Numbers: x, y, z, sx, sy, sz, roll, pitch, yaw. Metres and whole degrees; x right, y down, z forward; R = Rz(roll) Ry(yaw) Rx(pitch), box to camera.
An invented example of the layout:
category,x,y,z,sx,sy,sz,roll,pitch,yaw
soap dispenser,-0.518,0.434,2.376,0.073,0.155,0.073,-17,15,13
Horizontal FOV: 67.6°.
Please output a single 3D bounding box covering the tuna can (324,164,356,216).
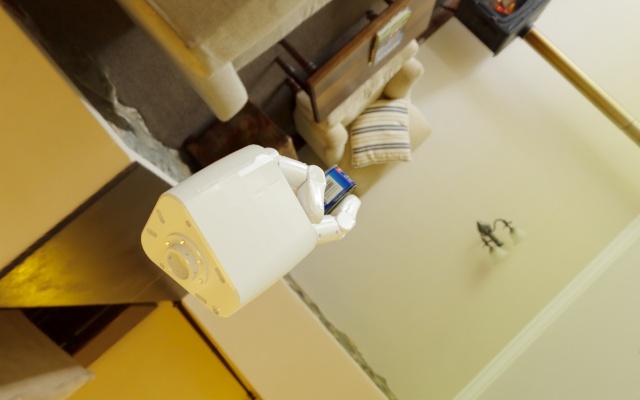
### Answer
category,x,y,z,sx,sy,sz,roll,pitch,yaw
tuna can,0.001,0.002,0.533,0.034,0.086,0.086,44,5,5
